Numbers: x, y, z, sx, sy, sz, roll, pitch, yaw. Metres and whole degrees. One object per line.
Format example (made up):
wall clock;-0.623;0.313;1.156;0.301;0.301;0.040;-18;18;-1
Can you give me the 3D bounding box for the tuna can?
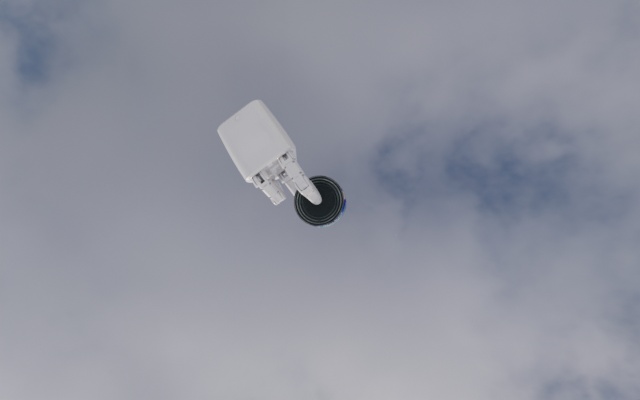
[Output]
tuna can;0.000;0.003;0.809;0.086;0.086;0.034;0;-8;12
